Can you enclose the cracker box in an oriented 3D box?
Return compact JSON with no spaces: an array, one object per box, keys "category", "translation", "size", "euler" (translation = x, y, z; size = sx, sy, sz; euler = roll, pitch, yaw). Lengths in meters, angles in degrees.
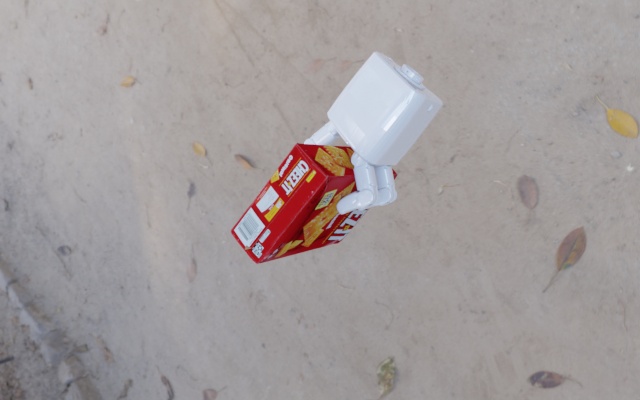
[{"category":"cracker box","translation":[0.000,0.002,0.685],"size":[0.164,0.072,0.213],"euler":[-50,-23,25]}]
